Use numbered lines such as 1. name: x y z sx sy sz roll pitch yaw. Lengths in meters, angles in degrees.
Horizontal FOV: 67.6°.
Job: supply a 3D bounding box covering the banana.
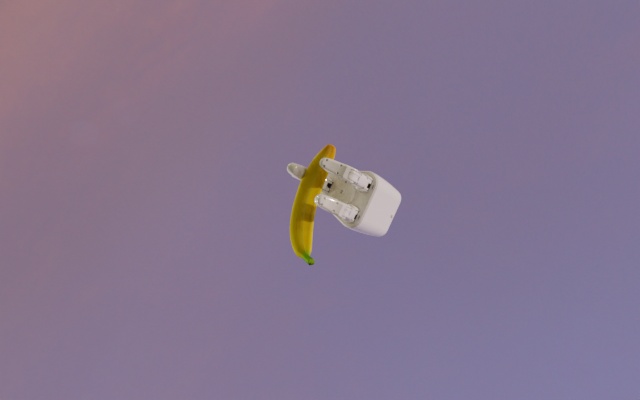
1. banana: -0.014 0.007 0.751 0.069 0.197 0.037 -7 -24 41
